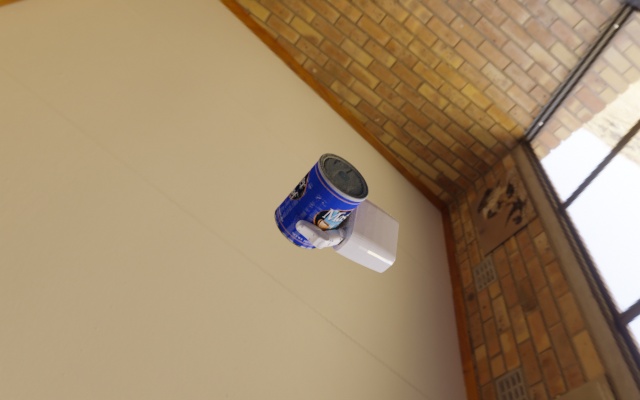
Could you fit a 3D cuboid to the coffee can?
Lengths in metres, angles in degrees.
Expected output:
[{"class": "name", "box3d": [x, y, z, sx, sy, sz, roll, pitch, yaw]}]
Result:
[{"class": "coffee can", "box3d": [0.000, 0.003, 0.827, 0.103, 0.102, 0.140, 0, -39, -49]}]
